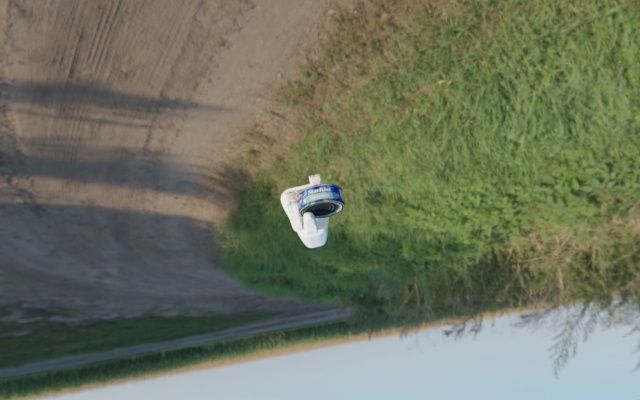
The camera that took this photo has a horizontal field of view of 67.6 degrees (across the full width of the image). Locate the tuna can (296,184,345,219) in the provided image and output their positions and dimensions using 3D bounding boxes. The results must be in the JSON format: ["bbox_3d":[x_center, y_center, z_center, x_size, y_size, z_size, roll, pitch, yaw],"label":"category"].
[{"bbox_3d":[0.000,0.003,0.864,0.086,0.033,0.086,-8,-22,-3],"label":"tuna can"}]
